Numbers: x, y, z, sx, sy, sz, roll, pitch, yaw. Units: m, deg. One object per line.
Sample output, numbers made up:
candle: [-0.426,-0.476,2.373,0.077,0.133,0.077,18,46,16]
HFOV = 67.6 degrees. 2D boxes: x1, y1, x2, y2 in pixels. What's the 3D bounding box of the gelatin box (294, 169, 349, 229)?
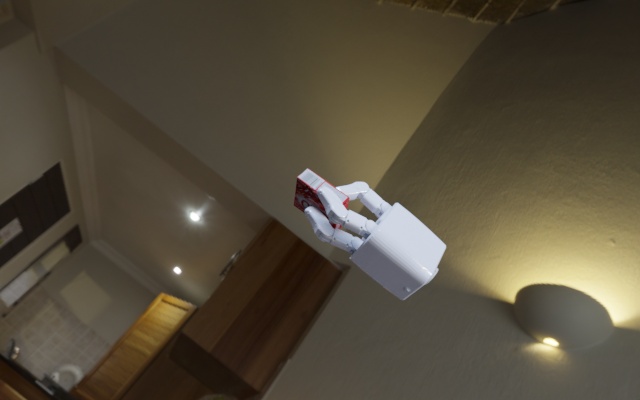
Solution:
gelatin box: [0.000,0.002,0.762,0.089,0.073,0.030,36,56,19]
